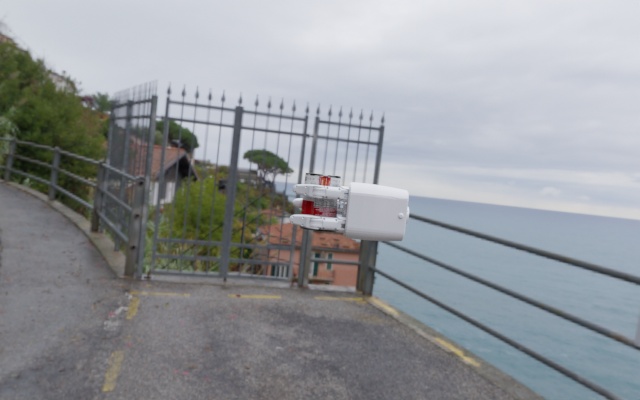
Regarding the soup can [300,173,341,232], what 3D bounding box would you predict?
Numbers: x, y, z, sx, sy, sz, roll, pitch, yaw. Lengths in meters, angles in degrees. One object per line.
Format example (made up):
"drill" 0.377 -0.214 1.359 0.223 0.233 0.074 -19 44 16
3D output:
"soup can" 0.000 0.003 0.879 0.068 0.102 0.068 6 2 0
